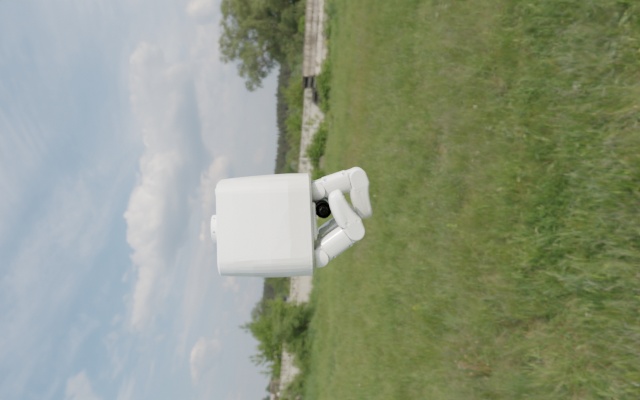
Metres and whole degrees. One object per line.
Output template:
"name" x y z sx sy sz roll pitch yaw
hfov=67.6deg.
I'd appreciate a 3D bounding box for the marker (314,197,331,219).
"marker" 0.000 0.002 0.577 0.020 0.020 0.121 0 10 -3
